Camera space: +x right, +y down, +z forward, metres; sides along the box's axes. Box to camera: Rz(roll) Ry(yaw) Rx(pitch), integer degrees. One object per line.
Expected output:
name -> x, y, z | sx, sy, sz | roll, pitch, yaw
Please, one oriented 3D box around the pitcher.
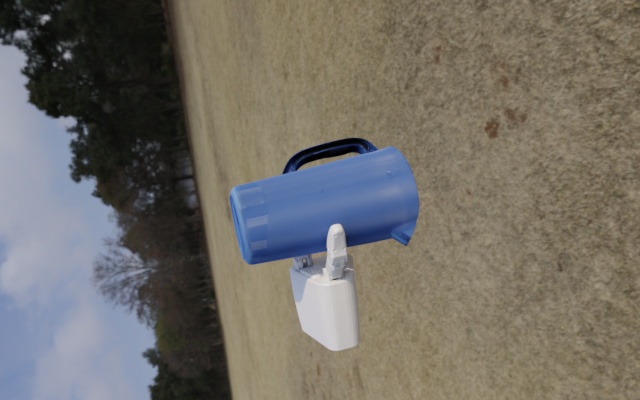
pitcher -> 0.000, 0.002, 0.669 | 0.243, 0.145, 0.149 | -12, 16, -13
